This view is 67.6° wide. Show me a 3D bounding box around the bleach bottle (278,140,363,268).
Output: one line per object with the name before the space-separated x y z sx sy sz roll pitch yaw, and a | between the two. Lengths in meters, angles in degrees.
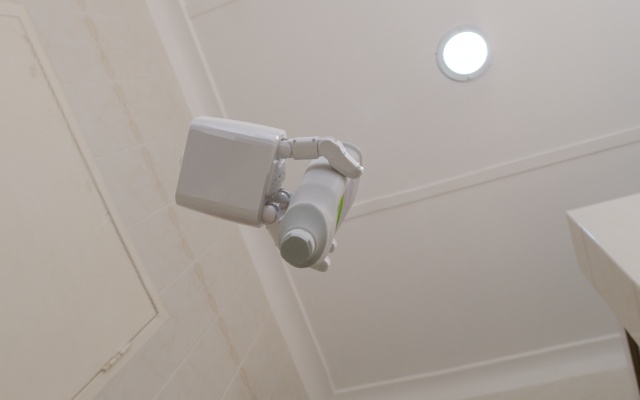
bleach bottle | 0.000 0.002 0.550 0.068 0.102 0.250 11 18 7
